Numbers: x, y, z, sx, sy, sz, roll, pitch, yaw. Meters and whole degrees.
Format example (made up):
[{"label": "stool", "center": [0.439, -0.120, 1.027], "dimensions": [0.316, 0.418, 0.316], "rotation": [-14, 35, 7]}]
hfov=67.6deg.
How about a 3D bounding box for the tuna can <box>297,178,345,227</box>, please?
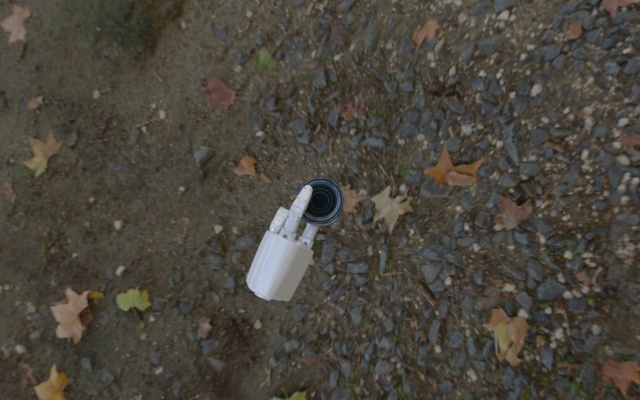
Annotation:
[{"label": "tuna can", "center": [0.000, 0.003, 0.859], "dimensions": [0.086, 0.086, 0.034], "rotation": [0, -11, 5]}]
